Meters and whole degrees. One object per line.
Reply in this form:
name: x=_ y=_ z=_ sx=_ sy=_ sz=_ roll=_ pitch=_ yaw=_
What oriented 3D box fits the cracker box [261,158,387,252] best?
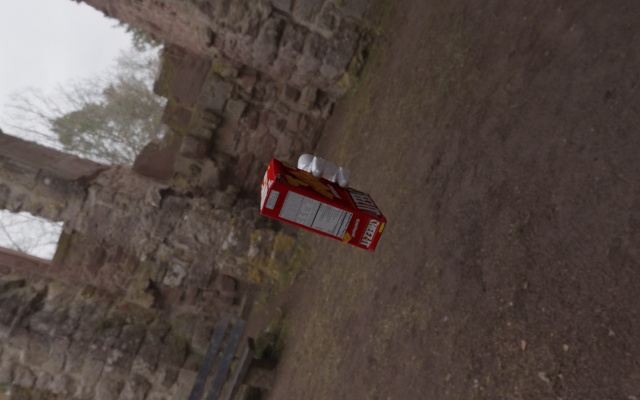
cracker box: x=0.000 y=0.003 z=0.881 sx=0.214 sy=0.072 sz=0.164 roll=19 pitch=15 yaw=-12
